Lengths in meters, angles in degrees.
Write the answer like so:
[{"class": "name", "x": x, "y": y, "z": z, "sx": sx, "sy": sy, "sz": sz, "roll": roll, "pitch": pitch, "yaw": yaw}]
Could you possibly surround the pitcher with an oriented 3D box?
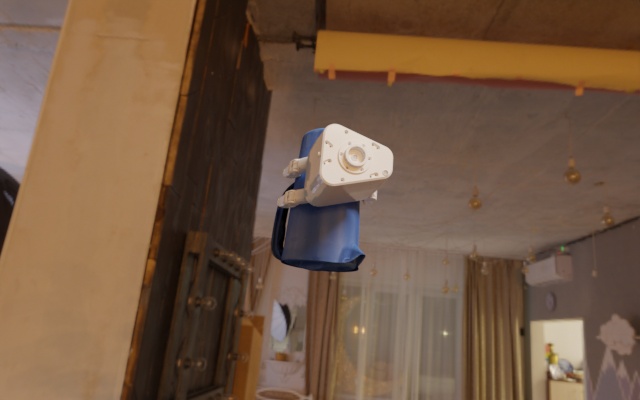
[{"class": "pitcher", "x": 0.000, "y": 0.003, "z": 0.845, "sx": 0.149, "sy": 0.242, "sz": 0.145, "roll": 8, "pitch": -16, "yaw": -9}]
